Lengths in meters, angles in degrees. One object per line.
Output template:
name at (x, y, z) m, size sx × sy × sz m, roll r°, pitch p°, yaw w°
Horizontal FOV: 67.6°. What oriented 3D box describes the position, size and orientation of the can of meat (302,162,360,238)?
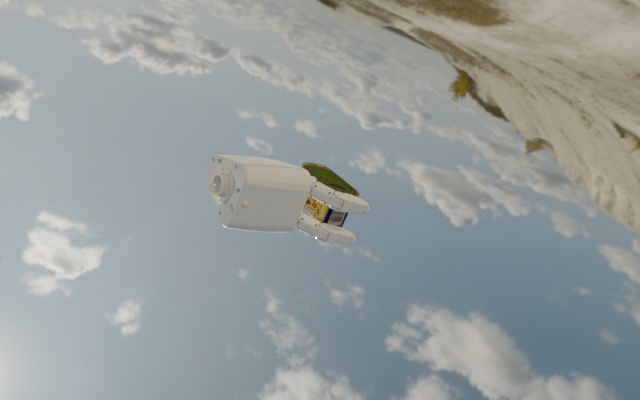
can of meat at (0.000, 0.003, 0.735) m, size 0.057 × 0.084 × 0.102 m, roll 2°, pitch 29°, yaw -44°
